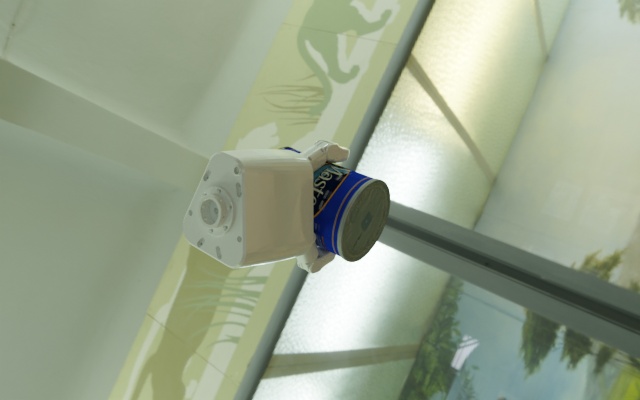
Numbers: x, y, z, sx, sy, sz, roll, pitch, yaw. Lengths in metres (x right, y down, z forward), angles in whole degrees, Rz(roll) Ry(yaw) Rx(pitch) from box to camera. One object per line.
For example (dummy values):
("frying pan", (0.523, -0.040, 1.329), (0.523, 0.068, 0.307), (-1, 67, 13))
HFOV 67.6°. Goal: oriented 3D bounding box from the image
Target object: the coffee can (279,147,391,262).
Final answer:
("coffee can", (0.000, 0.002, 0.590), (0.140, 0.103, 0.103), (23, 12, 31))
